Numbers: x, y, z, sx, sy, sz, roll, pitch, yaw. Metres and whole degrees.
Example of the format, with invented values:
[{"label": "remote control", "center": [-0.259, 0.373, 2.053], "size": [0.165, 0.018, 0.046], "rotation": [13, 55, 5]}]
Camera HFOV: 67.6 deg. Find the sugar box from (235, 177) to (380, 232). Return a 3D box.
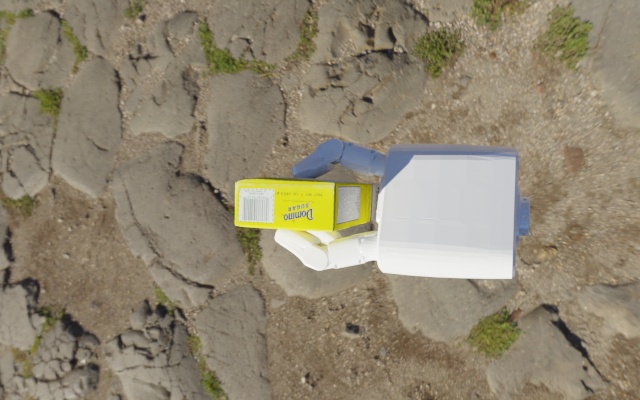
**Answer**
[{"label": "sugar box", "center": [0.000, 0.002, 0.470], "size": [0.093, 0.048, 0.176], "rotation": [3, 0, 22]}]
